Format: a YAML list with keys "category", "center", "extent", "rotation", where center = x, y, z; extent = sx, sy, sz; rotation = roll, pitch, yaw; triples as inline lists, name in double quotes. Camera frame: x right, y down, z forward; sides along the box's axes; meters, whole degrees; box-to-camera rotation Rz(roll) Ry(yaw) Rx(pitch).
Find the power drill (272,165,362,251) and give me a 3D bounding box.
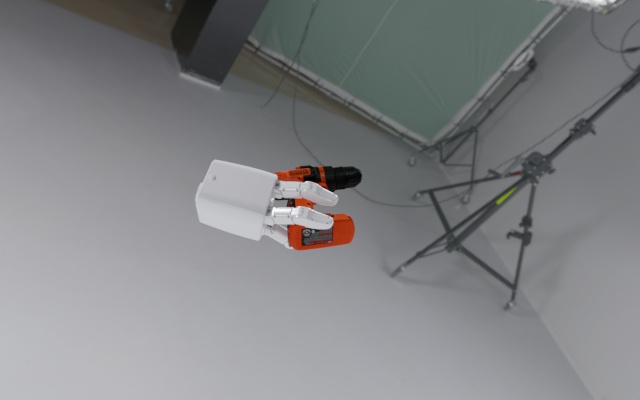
- category: "power drill"
  center: [0.000, 0.003, 0.819]
  extent: [0.184, 0.057, 0.187]
  rotation: [-8, 34, -8]
